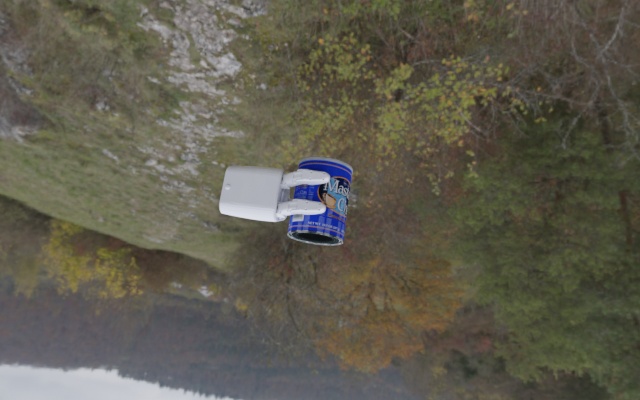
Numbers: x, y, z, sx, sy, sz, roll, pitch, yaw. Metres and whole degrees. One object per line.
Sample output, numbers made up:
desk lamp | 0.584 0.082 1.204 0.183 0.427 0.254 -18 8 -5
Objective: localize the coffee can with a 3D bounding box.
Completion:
coffee can | 0.000 0.003 0.875 0.103 0.140 0.103 8 -16 2
